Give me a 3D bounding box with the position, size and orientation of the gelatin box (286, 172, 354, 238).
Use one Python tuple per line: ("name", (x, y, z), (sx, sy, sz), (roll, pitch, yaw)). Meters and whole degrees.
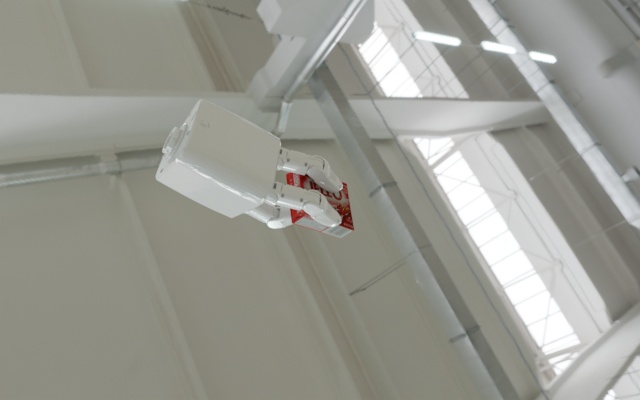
("gelatin box", (0.000, 0.002, 0.619), (0.089, 0.073, 0.030), (20, -40, -38))
